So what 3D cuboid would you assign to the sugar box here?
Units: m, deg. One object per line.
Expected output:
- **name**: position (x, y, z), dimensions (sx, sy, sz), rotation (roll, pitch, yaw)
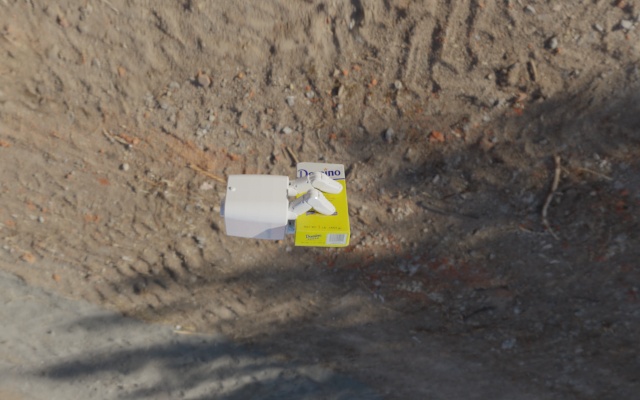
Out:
- **sugar box**: position (0.000, 0.002, 0.857), dimensions (0.093, 0.176, 0.048), rotation (2, -43, -6)
